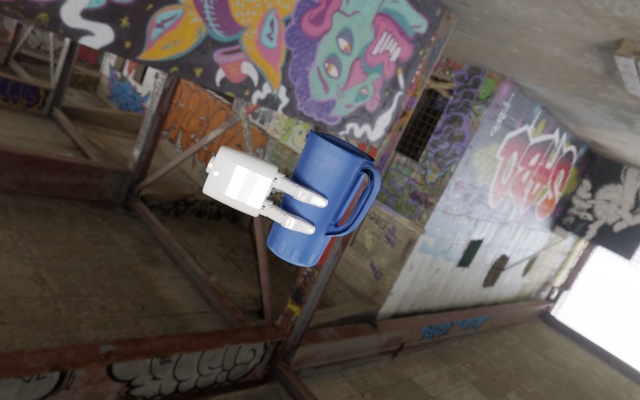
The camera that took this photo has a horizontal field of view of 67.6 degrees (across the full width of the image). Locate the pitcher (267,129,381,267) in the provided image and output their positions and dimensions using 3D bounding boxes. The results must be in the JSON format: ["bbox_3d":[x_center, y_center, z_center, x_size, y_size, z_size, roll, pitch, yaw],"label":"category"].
[{"bbox_3d":[0.000,0.003,0.894,0.145,0.243,0.149,23,13,-11],"label":"pitcher"}]
